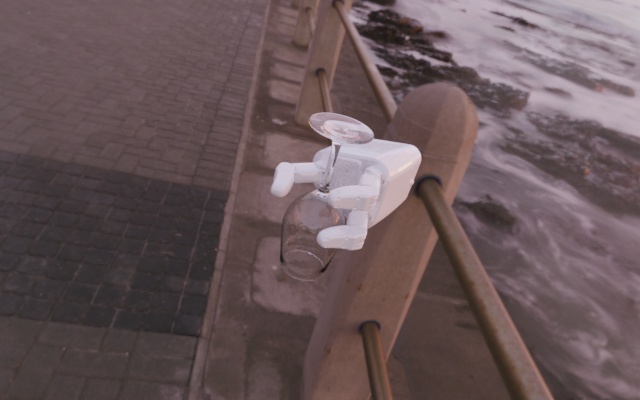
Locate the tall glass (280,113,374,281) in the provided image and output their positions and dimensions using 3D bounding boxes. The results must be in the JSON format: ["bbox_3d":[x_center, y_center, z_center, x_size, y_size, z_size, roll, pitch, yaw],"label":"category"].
[{"bbox_3d":[0.000,0.001,0.574,0.079,0.201,0.079,12,31,-7],"label":"tall glass"}]
